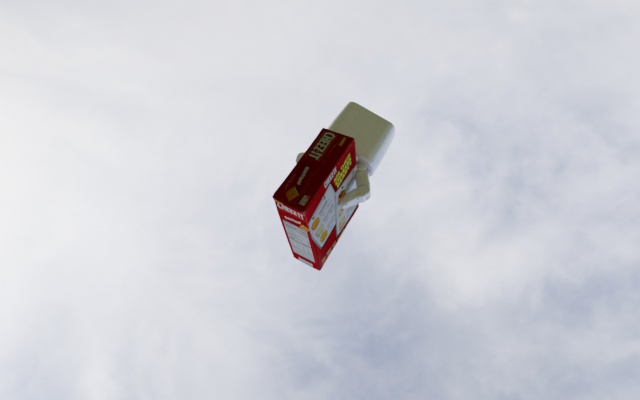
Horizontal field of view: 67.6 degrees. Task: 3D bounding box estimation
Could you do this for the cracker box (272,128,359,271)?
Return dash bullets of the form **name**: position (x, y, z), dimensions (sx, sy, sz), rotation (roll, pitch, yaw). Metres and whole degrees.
- **cracker box**: position (0.000, 0.003, 0.853), dimensions (0.072, 0.164, 0.214), rotation (23, -27, 21)
